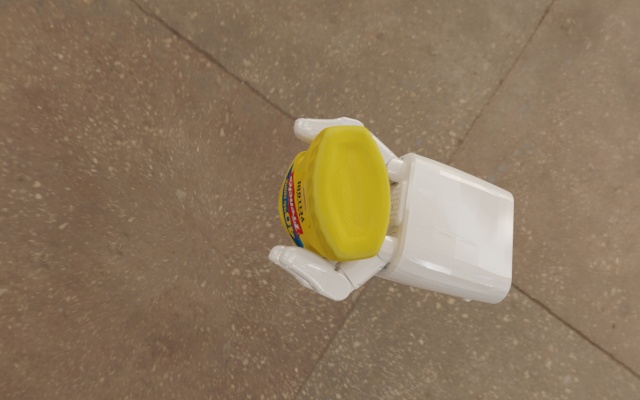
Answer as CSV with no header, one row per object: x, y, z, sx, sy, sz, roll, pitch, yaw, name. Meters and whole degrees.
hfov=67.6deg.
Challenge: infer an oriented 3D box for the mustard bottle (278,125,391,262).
0.000,0.001,0.417,0.058,0.096,0.191,-6,-3,-14,mustard bottle
